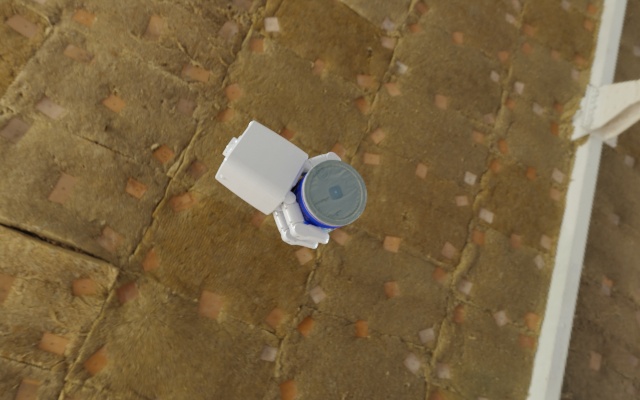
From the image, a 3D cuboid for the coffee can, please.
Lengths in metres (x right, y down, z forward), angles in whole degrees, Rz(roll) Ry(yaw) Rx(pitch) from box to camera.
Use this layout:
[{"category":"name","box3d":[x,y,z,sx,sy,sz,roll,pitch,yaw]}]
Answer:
[{"category":"coffee can","box3d":[0.000,0.003,0.780,0.103,0.102,0.140,0,-13,-20]}]
